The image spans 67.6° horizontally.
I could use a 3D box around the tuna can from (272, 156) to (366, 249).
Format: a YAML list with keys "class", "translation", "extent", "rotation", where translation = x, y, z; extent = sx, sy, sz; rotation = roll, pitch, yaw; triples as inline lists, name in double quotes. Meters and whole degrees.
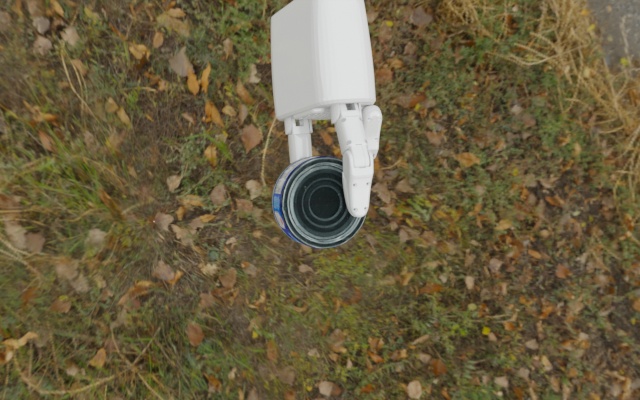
- class: "tuna can"
  translation: [0.000, 0.002, 0.443]
  extent: [0.086, 0.086, 0.034]
  rotation: [0, 3, -20]
